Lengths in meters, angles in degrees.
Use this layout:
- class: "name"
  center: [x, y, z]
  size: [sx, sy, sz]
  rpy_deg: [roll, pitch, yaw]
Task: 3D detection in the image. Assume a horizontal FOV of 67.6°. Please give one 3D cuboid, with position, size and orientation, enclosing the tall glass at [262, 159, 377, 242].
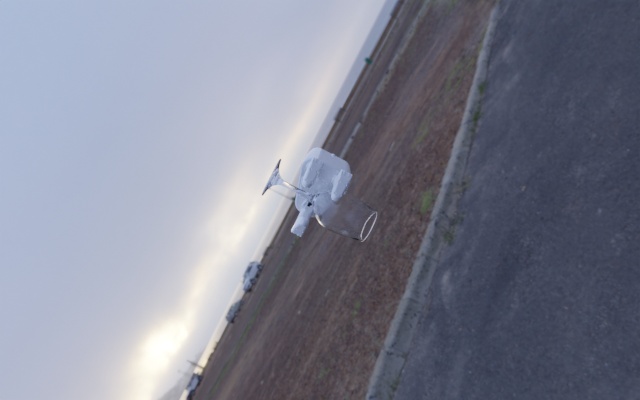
- class: "tall glass"
  center: [-0.001, 0.003, 0.861]
  size: [0.201, 0.079, 0.079]
  rpy_deg: [27, -2, -4]
